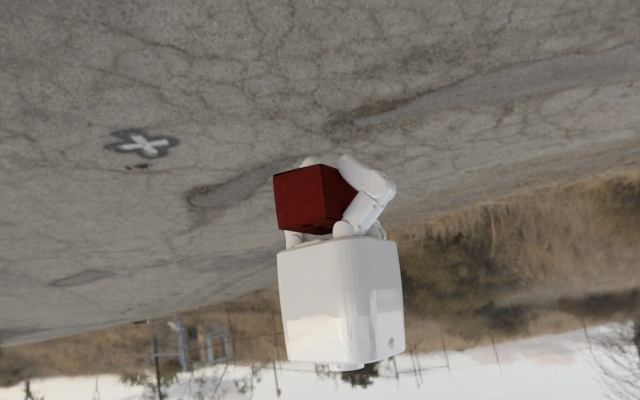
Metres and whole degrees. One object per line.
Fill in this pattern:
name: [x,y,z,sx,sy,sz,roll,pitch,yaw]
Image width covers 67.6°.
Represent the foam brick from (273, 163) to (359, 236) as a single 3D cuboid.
foam brick: [0.000,0.001,0.449,0.053,0.051,0.078,-12,-14,30]
